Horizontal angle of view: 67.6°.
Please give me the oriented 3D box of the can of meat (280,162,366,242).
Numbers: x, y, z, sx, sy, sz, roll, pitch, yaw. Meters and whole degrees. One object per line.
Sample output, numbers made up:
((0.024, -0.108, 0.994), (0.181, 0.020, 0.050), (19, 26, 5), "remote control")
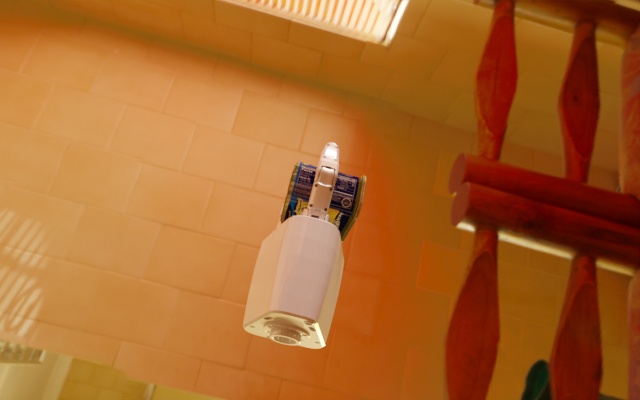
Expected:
((0.000, 0.002, 0.573), (0.084, 0.057, 0.102), (15, -27, -4), "can of meat")
